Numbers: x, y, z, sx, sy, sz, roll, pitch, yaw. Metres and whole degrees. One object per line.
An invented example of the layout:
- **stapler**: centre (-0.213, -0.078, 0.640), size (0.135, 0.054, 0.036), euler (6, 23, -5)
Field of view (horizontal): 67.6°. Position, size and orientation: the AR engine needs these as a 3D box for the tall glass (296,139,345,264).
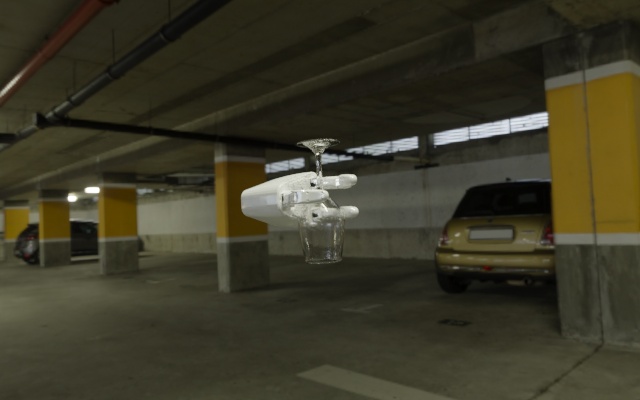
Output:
- **tall glass**: centre (0.000, 0.002, 0.798), size (0.079, 0.201, 0.079), euler (-3, -2, 0)
